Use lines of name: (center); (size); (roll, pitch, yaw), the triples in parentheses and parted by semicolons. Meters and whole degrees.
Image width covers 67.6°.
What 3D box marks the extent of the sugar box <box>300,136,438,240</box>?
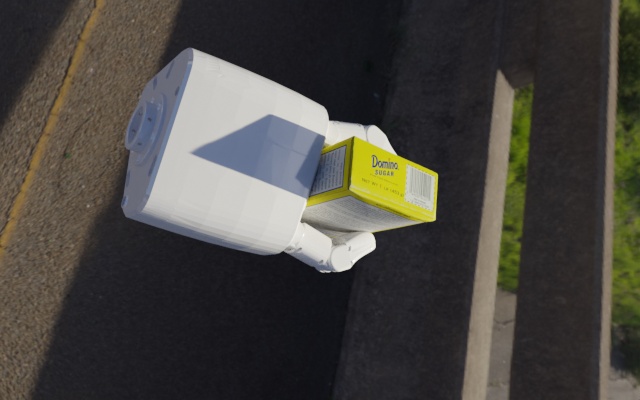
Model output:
sugar box: (0.000, 0.001, 0.404); (0.093, 0.048, 0.176); (19, -20, -36)
